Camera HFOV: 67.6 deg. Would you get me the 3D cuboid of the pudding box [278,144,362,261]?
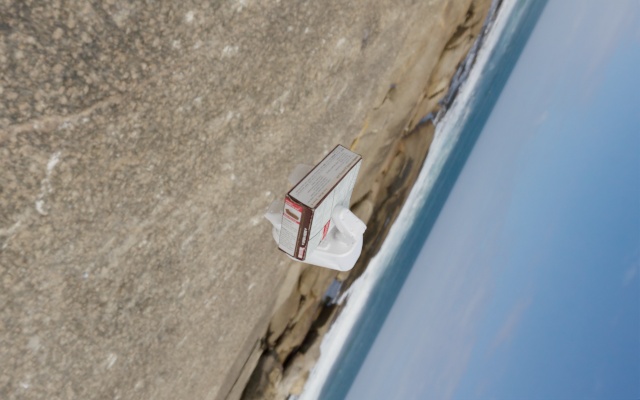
[{"bbox_3d":[0.000,0.002,0.542,0.039,0.090,0.113,27,46,15],"label":"pudding box"}]
